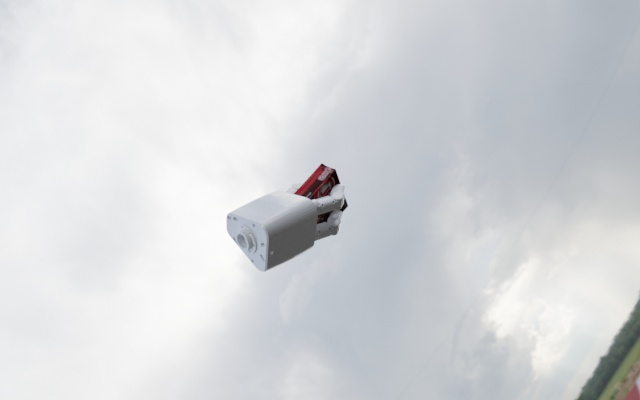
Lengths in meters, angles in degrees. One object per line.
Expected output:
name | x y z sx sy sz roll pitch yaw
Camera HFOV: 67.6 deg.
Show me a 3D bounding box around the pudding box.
pudding box | 0.000 0.003 0.856 0.039 0.090 0.114 30 -22 31
